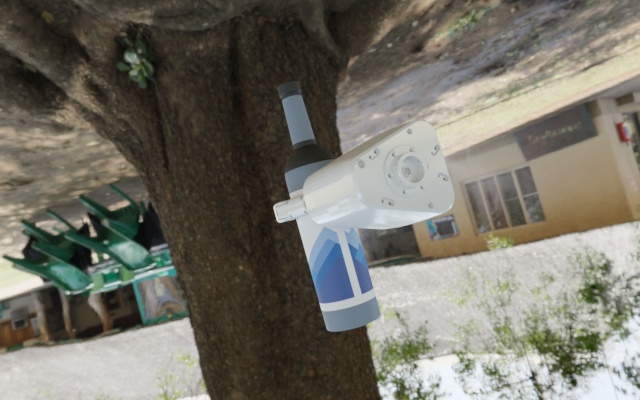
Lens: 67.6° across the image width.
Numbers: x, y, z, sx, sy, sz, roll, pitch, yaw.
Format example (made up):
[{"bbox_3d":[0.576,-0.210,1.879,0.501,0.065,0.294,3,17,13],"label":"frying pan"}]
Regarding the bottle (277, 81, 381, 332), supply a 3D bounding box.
[{"bbox_3d":[0.000,0.002,0.570,0.069,0.295,0.069,-16,-3,-1],"label":"bottle"}]
